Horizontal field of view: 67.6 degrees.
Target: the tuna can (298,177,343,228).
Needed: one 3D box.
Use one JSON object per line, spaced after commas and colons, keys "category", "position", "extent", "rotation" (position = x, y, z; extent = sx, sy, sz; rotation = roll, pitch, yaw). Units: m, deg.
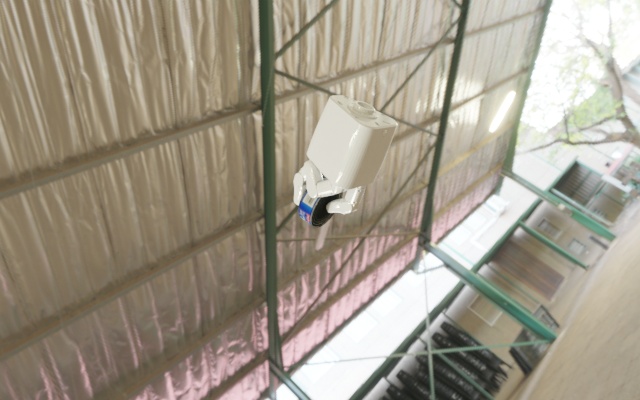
{"category": "tuna can", "position": [0.000, 0.003, 0.836], "extent": [0.033, 0.086, 0.086], "rotation": [33, 15, 25]}
